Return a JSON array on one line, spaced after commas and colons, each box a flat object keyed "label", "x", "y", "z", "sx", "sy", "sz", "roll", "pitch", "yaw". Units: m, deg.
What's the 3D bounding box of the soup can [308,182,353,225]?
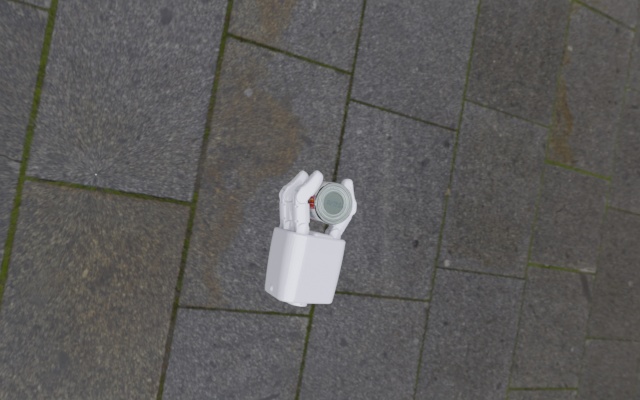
[{"label": "soup can", "x": 0.000, "y": 0.002, "z": 0.783, "sx": 0.068, "sy": 0.068, "sz": 0.102, "roll": 0, "pitch": 3, "yaw": -25}]
